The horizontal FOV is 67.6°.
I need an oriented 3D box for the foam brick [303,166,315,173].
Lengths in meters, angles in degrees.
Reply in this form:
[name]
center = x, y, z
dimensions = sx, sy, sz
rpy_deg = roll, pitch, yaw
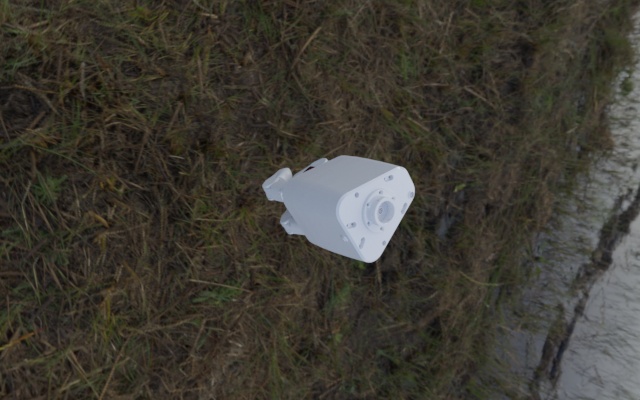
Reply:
[foam brick]
center = 0.000, 0.002, 0.632
dimensions = 0.053, 0.078, 0.051
rpy_deg = -44, 31, -20
